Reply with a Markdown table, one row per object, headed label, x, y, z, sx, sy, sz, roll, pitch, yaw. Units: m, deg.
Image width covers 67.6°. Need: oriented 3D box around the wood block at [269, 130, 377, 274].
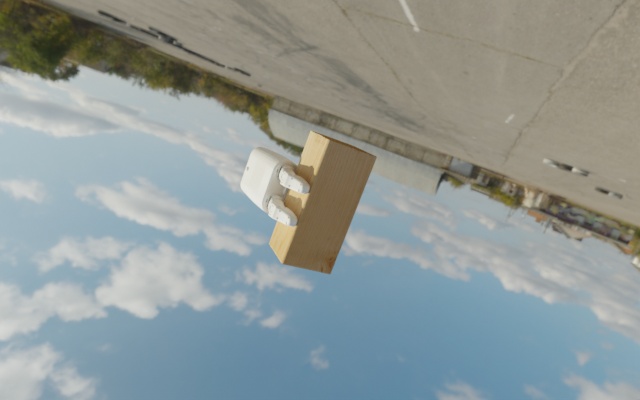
| label | x | y | z | sx | sy | sz | roll | pitch | yaw |
| --- | --- | --- | --- | --- | --- | --- | --- | --- | --- |
| wood block | 0.000 | 0.003 | 0.781 | 0.091 | 0.206 | 0.090 | 16 | 11 | -25 |
